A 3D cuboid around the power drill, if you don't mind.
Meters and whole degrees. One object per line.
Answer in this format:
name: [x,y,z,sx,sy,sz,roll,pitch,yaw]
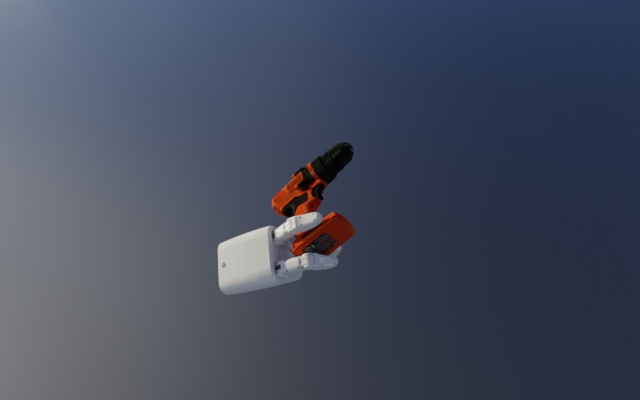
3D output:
power drill: [0.000,0.003,0.812,0.057,0.184,0.187,36,22,-32]
